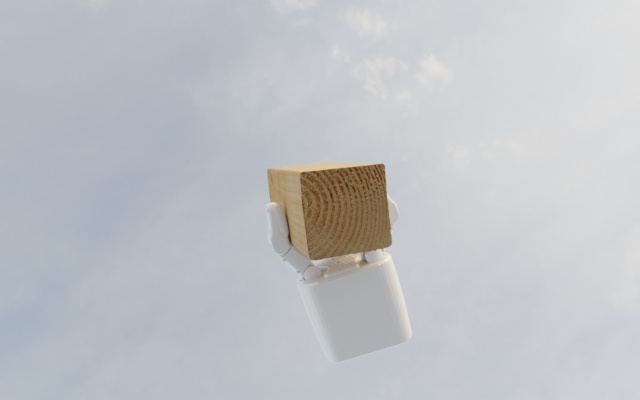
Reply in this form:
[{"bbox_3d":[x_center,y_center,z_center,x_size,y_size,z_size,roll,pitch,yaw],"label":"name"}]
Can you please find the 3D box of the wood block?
[{"bbox_3d":[0.000,0.002,0.571,0.091,0.090,0.206,-8,7,-15],"label":"wood block"}]
